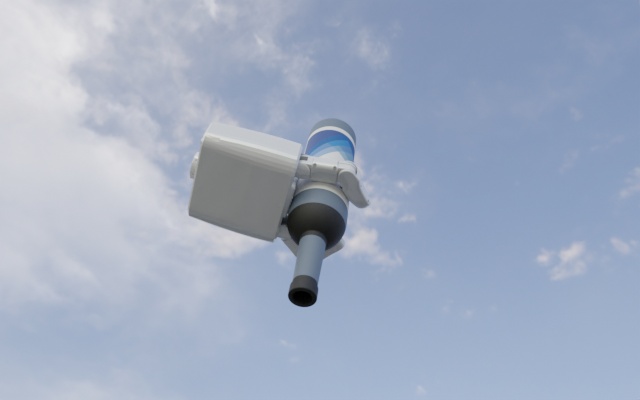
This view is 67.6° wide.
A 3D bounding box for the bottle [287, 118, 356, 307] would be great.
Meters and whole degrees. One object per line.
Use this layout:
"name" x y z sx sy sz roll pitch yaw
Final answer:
"bottle" 0.000 0.002 0.557 0.069 0.069 0.295 0 37 8
